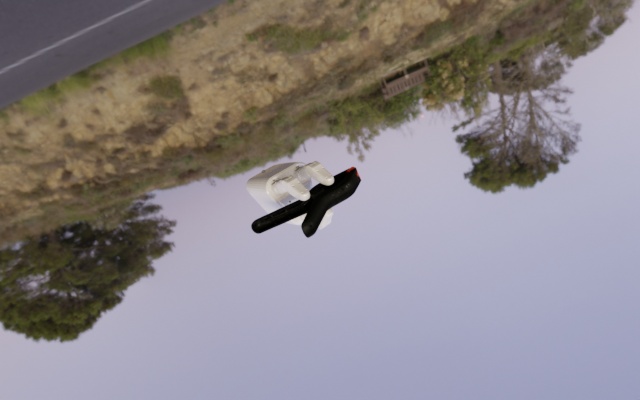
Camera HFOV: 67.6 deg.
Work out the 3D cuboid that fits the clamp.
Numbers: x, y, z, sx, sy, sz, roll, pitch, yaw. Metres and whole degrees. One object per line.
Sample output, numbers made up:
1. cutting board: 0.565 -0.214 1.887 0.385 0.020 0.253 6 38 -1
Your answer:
1. clamp: 0.001 0.003 0.808 0.210 0.036 0.164 -33 20 -26
